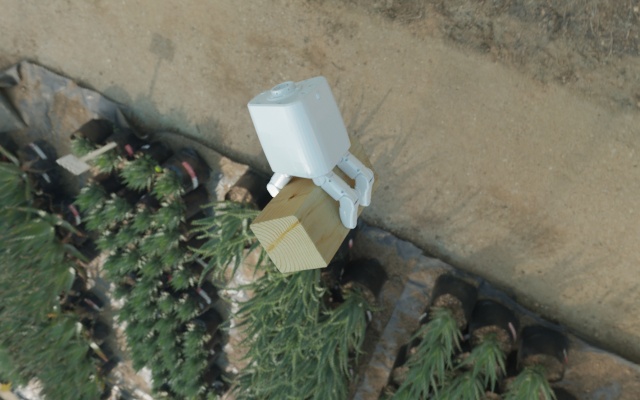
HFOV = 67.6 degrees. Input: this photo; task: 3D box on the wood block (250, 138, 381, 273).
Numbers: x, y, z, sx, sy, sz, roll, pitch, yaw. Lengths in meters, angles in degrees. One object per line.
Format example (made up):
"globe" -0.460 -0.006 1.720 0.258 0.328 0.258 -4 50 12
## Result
"wood block" 0.000 0.002 0.712 0.091 0.090 0.206 -13 27 39
